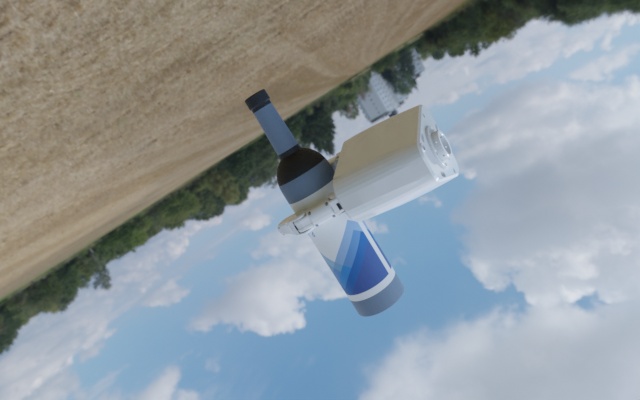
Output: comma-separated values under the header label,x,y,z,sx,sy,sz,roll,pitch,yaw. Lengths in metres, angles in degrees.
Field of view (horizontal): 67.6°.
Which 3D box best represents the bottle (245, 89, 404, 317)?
label,x,y,z,sx,sy,sz,roll,pitch,yaw
bottle,0.000,0.002,0.575,0.069,0.296,0.069,-31,10,6
